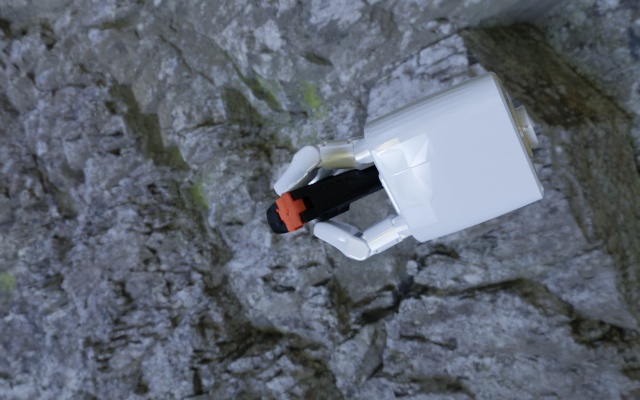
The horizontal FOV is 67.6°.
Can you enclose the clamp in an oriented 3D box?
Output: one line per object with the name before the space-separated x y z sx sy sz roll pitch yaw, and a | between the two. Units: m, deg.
clamp | 0.000 0.002 0.447 0.164 0.036 0.210 -26 -2 25
